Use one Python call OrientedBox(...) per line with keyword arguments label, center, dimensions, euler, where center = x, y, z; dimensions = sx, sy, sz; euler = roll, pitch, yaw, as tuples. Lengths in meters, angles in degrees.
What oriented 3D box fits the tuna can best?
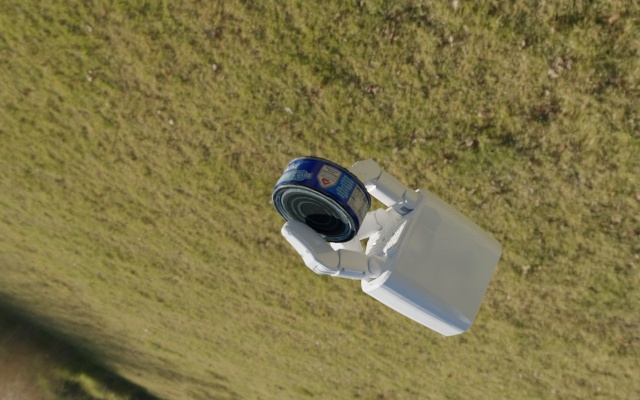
OrientedBox(label="tuna can", center=(0.000, 0.002, 0.430), dimensions=(0.086, 0.033, 0.086), euler=(21, -31, 13))
